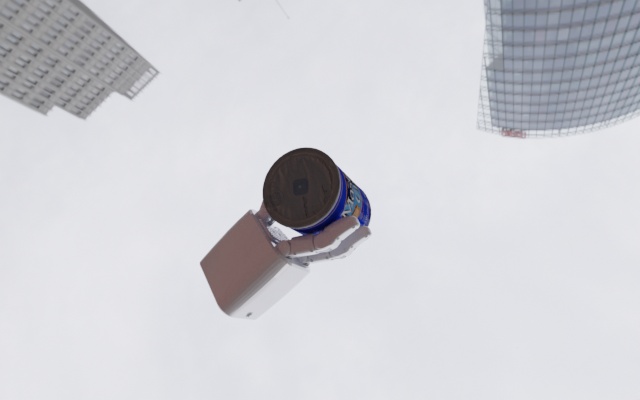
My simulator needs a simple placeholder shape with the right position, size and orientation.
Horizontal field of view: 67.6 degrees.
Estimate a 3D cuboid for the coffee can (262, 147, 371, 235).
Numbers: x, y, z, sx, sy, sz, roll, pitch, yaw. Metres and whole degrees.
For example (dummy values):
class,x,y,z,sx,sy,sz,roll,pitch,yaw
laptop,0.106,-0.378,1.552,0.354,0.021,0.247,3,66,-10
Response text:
class,x,y,z,sx,sy,sz,roll,pitch,yaw
coffee can,0.000,0.002,0.638,0.103,0.102,0.140,0,-16,22
